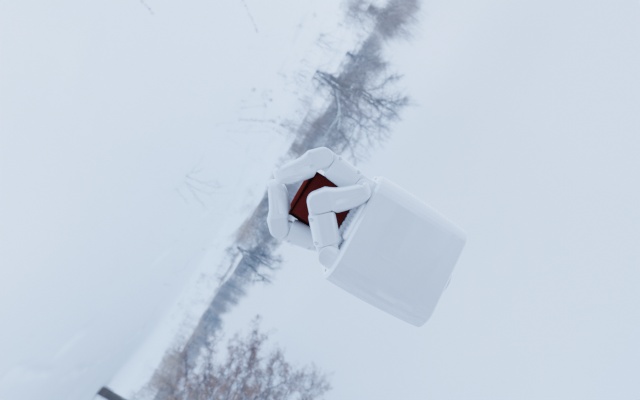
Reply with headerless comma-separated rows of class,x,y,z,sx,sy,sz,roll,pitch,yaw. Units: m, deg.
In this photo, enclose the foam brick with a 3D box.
foam brick,0.000,0.002,0.510,0.051,0.053,0.078,31,3,-6
